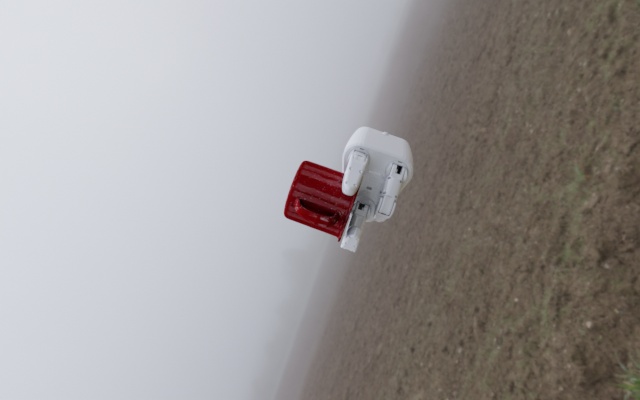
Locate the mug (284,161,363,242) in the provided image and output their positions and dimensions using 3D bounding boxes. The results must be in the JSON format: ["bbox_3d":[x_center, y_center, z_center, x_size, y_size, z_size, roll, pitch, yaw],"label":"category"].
[{"bbox_3d":[0.000,0.003,0.615,0.081,0.093,0.117,20,25,2],"label":"mug"}]
